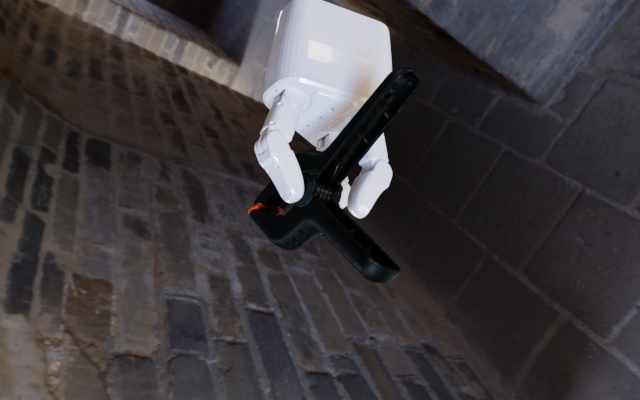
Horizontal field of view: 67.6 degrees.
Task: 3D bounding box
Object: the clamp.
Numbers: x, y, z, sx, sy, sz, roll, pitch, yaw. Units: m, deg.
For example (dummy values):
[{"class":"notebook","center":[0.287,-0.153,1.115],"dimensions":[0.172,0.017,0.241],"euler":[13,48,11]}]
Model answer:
[{"class":"clamp","center":[-0.001,0.001,0.400],"dimensions":[0.036,0.164,0.210],"euler":[24,-31,-31]}]
